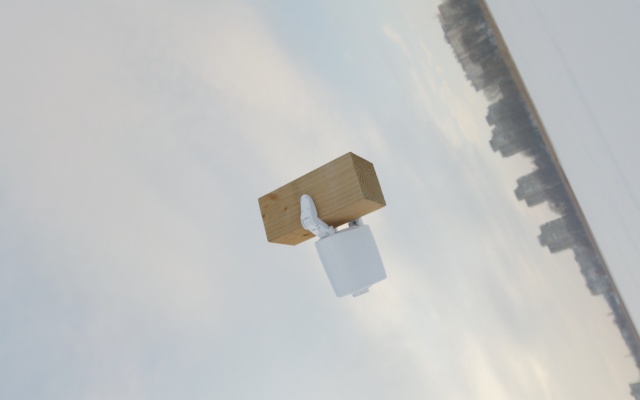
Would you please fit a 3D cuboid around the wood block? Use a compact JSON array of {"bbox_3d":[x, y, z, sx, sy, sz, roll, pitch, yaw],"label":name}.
[{"bbox_3d":[0.000,0.003,0.864,0.206,0.090,0.091,-25,-22,26],"label":"wood block"}]
